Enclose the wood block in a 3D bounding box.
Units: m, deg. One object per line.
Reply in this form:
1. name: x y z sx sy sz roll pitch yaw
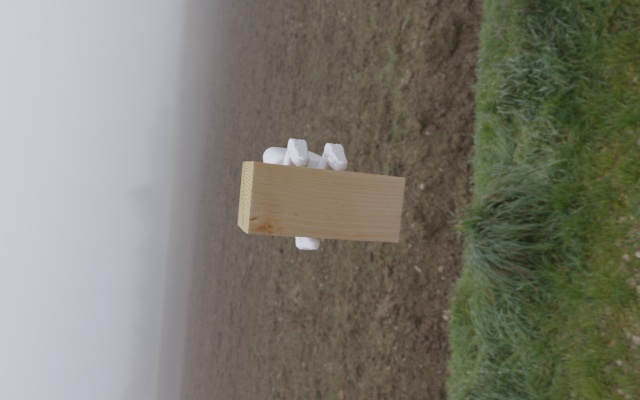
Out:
1. wood block: 0.000 0.002 0.649 0.206 0.091 0.090 5 3 -18
